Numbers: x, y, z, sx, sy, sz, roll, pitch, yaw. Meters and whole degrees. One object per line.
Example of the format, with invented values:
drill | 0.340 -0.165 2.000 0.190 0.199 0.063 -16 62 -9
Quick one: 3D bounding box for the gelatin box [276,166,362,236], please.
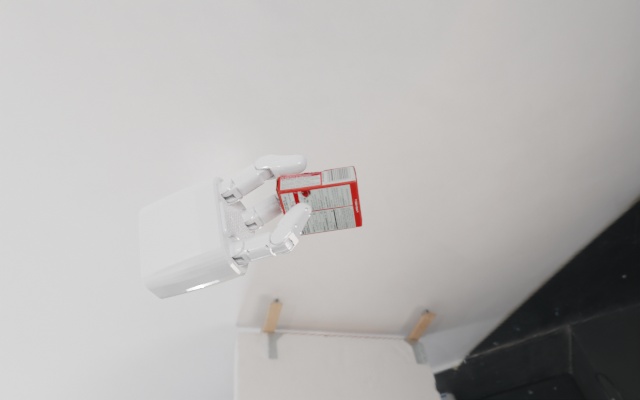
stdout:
gelatin box | 0.000 0.002 0.543 0.089 0.073 0.030 -8 43 4
